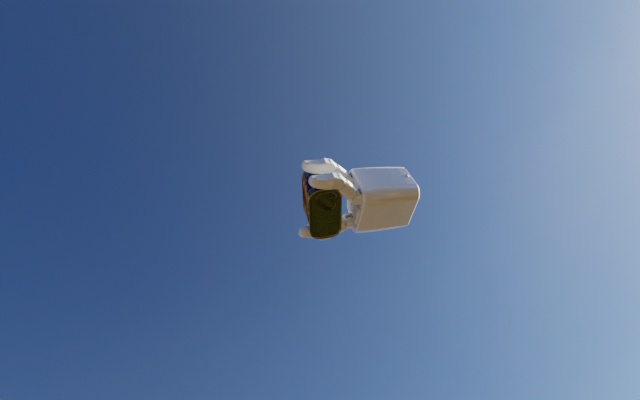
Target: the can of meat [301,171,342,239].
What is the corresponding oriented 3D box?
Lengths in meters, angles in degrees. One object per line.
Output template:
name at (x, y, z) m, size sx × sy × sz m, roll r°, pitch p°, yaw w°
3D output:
can of meat at (0.000, 0.003, 0.854) m, size 0.057 × 0.102 × 0.084 m, roll -8°, pitch 35°, yaw -10°
